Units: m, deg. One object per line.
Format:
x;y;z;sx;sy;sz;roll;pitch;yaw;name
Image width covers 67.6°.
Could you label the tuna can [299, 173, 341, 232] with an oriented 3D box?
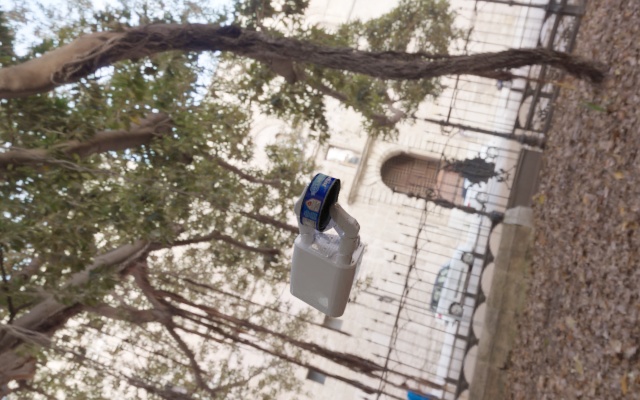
0.000;0.002;0.722;0.034;0.086;0.086;19;5;13;tuna can
